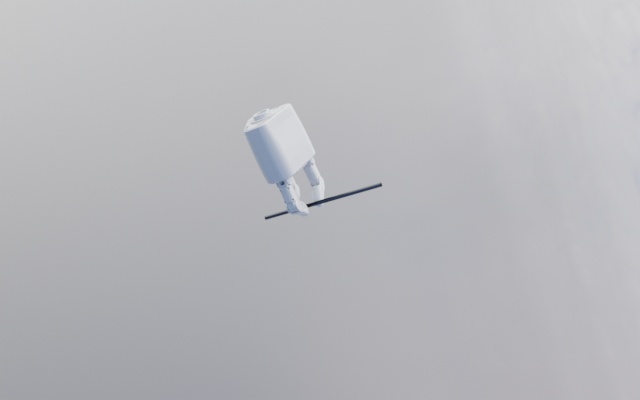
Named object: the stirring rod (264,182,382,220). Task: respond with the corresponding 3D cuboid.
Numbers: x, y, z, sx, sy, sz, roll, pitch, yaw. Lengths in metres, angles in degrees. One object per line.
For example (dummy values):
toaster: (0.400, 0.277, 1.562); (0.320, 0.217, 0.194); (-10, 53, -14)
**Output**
stirring rod: (0.000, 0.003, 0.886); (0.239, 0.011, 0.011); (-16, -6, 22)
